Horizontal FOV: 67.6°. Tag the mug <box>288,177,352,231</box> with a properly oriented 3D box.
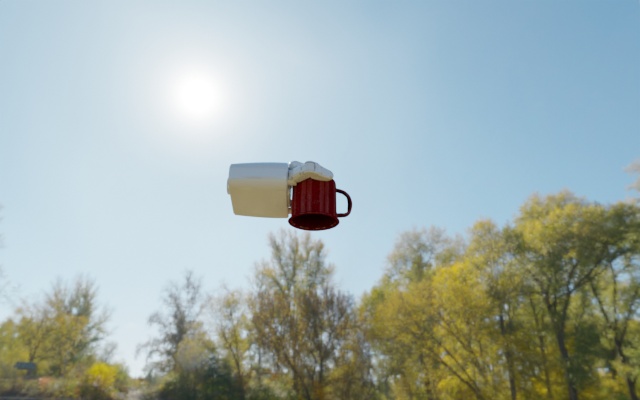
[{"bbox_3d":[0.002,0.003,0.874,0.117,0.081,0.093,1,-23,-2],"label":"mug"}]
